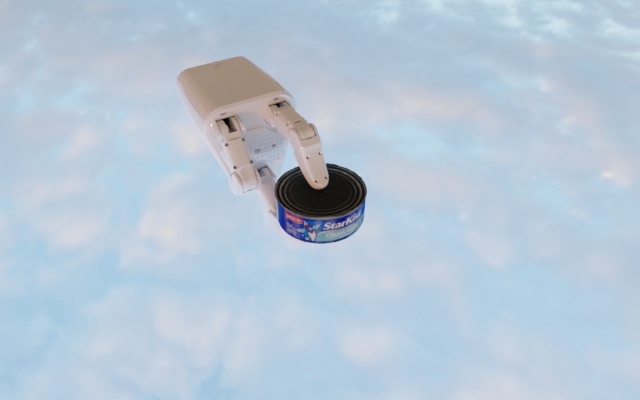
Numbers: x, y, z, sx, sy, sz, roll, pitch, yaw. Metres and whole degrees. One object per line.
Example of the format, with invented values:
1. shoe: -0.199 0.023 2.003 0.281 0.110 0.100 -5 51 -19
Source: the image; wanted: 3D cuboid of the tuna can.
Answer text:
1. tuna can: 0.000 0.002 0.451 0.086 0.034 0.086 0 38 0
